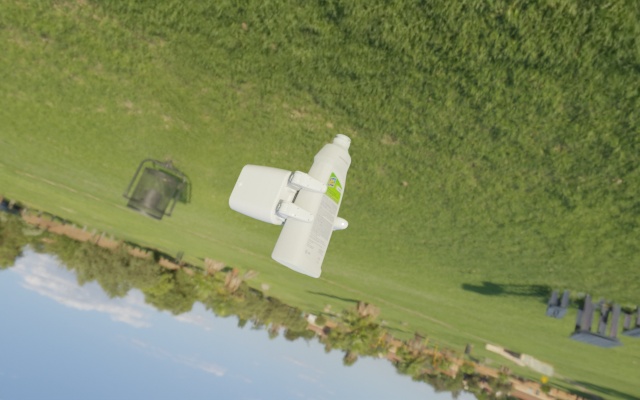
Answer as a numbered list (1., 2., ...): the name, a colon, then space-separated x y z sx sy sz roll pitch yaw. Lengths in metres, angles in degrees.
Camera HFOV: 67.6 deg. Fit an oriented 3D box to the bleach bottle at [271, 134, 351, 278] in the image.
1. bleach bottle: 0.000 0.003 0.848 0.068 0.250 0.103 14 -15 31
